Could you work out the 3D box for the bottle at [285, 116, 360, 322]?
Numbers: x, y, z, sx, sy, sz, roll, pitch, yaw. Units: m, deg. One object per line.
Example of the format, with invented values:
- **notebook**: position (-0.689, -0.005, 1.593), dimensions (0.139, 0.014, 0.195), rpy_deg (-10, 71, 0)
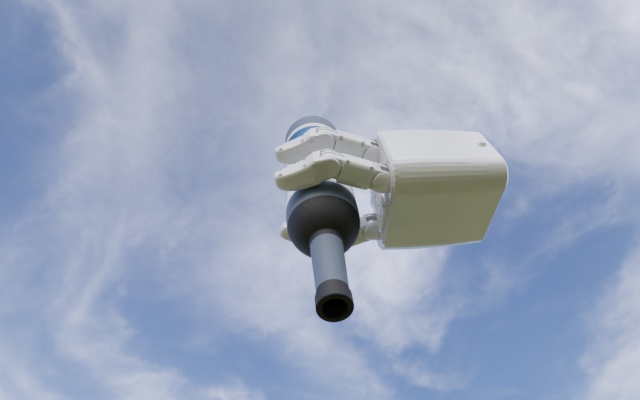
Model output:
- **bottle**: position (0.000, 0.001, 0.460), dimensions (0.069, 0.069, 0.295), rpy_deg (0, 30, -5)
